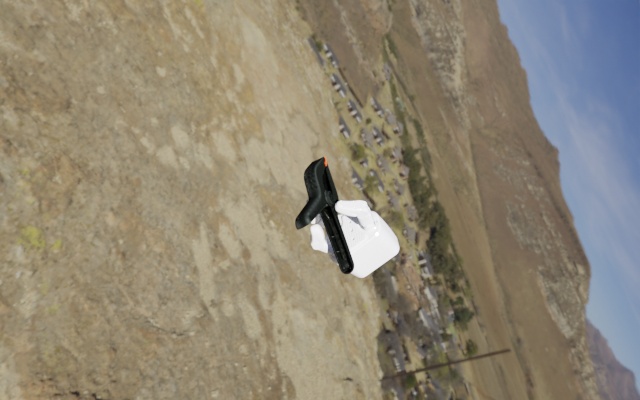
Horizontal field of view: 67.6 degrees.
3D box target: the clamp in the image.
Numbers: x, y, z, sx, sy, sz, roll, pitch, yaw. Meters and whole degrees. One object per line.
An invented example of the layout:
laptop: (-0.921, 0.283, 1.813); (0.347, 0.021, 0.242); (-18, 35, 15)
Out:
clamp: (0.001, 0.002, 0.797); (0.036, 0.209, 0.165); (-21, -36, 19)
